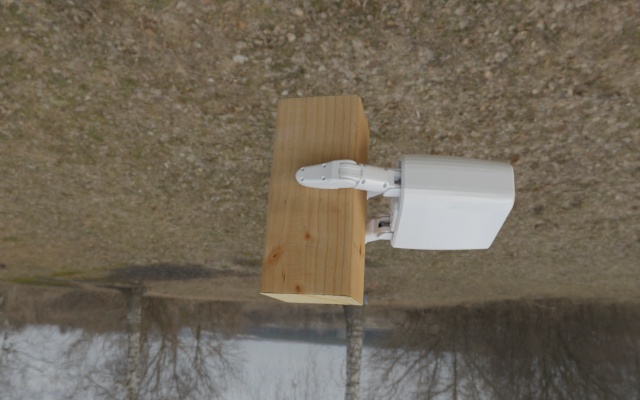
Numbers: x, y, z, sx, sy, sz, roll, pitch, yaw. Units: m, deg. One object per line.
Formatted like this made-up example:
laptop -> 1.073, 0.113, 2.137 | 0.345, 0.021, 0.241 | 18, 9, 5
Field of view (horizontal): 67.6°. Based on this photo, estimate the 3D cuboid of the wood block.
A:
wood block -> 0.000, 0.002, 0.511 | 0.090, 0.206, 0.091 | 0, -17, 13
